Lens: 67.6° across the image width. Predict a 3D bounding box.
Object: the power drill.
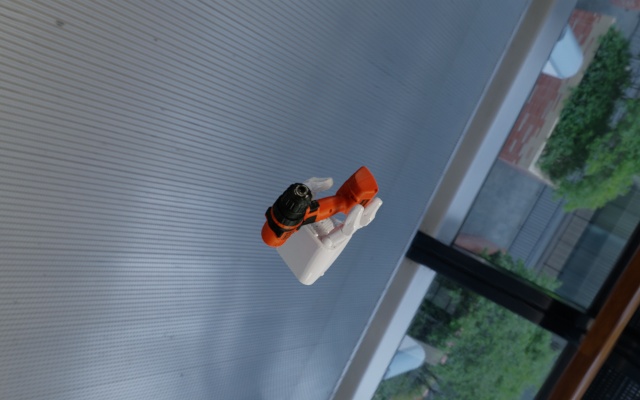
[{"bbox_3d":[0.000,0.003,0.784,0.187,0.057,0.184,-19,-16,-28],"label":"power drill"}]
